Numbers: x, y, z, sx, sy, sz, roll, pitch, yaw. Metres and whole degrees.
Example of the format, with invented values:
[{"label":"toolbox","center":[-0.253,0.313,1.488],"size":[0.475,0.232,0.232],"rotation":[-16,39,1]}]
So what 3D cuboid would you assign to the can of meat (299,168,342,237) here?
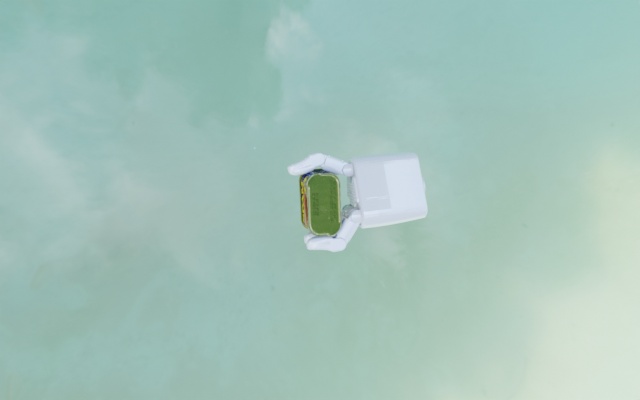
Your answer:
[{"label":"can of meat","center":[0.000,0.002,0.750],"size":[0.057,0.102,0.084],"rotation":[-3,7,-8]}]
